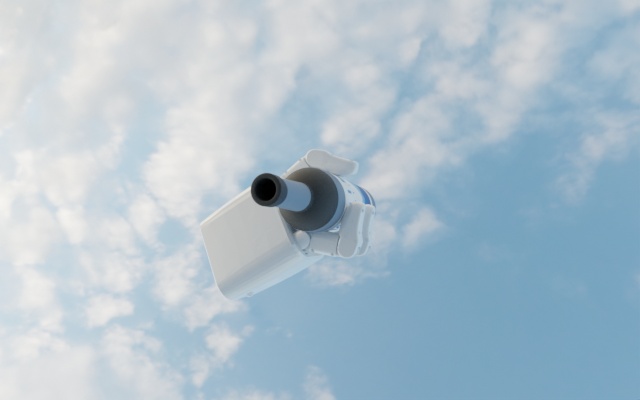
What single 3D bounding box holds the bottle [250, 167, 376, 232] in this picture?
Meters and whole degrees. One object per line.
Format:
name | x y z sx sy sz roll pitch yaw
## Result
bottle | 0.000 0.002 0.524 0.069 0.069 0.296 0 -4 18
